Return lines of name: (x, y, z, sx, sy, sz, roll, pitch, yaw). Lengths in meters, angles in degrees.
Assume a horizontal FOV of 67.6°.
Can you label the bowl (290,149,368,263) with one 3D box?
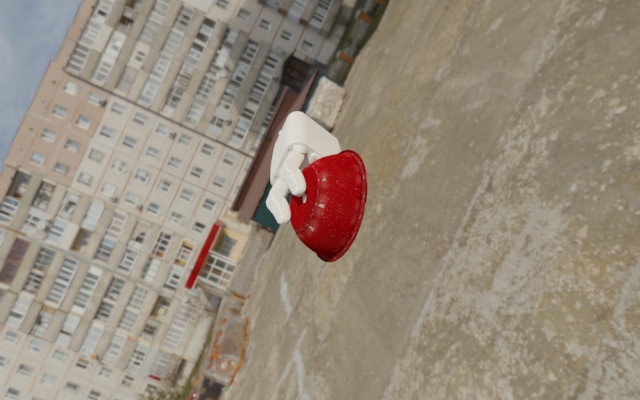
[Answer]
bowl: (0.000, 0.003, 0.660, 0.055, 0.162, 0.162, 12, -5, -25)
